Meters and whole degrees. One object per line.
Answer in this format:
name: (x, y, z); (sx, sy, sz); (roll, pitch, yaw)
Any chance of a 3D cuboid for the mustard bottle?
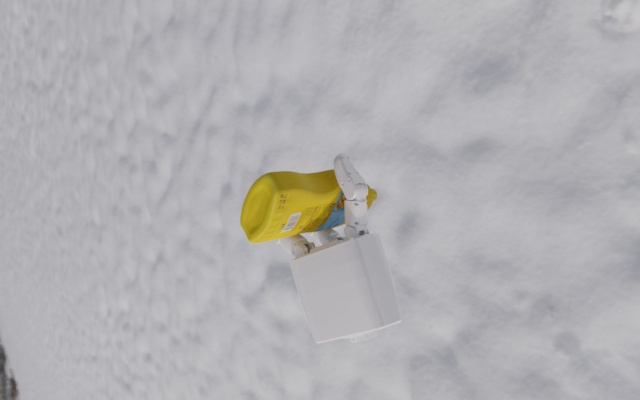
mustard bottle: (0.000, 0.002, 0.601); (0.191, 0.058, 0.096); (-7, -39, -39)
